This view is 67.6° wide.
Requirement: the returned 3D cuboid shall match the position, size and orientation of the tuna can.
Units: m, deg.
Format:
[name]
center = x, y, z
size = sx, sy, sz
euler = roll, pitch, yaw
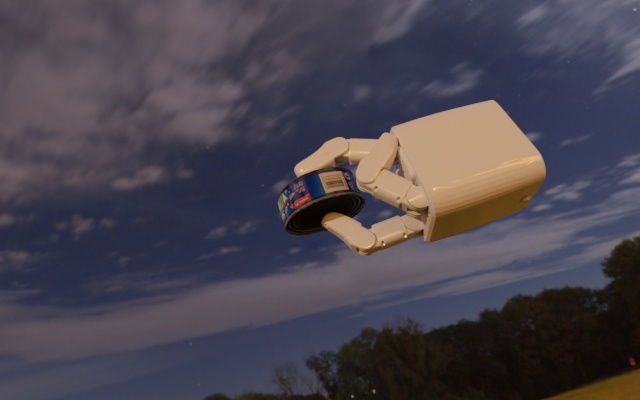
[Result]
[tuna can]
center = 0.000, 0.001, 0.488
size = 0.086, 0.033, 0.086
euler = -17, -23, -8
